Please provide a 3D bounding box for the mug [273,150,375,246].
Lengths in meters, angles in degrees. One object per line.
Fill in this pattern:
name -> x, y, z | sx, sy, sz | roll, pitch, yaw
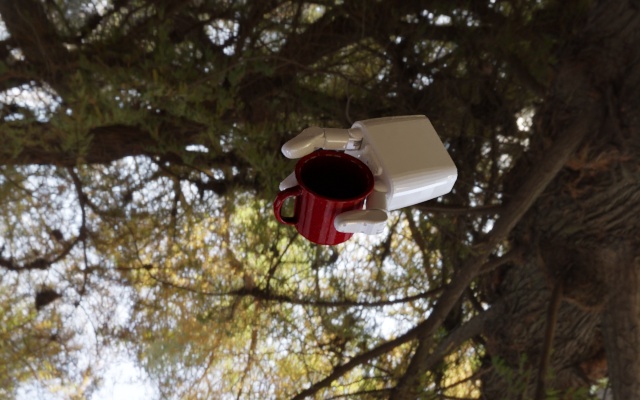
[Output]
mug -> -0.001, 0.002, 0.568 | 0.117, 0.082, 0.093 | -12, 47, -24
